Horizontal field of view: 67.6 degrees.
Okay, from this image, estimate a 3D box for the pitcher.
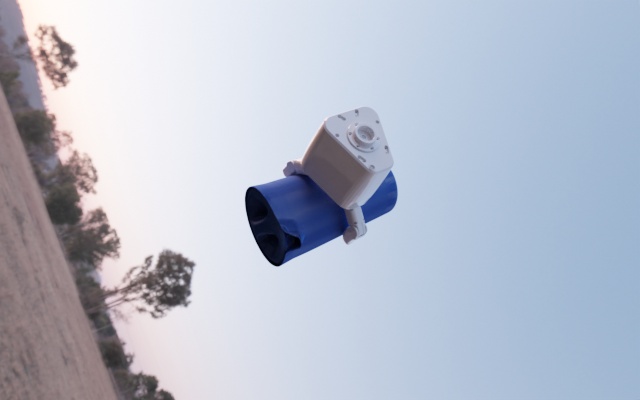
[{"bbox_3d":[0.000,0.003,0.804,0.243,0.149,0.145,-20,-18,-27],"label":"pitcher"}]
